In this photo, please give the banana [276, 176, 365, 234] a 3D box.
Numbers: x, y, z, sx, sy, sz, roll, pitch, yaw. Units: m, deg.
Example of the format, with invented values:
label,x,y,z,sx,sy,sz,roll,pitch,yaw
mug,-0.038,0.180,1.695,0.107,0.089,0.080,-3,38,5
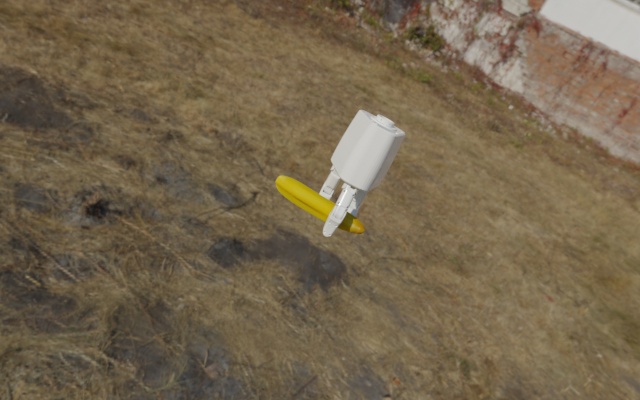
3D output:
label,x,y,z,sx,sy,sz,roll,pitch,yaw
banana,-0.010,0.002,0.845,0.197,0.037,0.069,32,15,20
